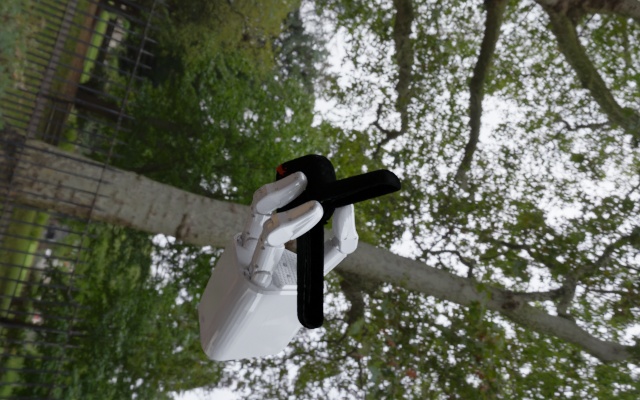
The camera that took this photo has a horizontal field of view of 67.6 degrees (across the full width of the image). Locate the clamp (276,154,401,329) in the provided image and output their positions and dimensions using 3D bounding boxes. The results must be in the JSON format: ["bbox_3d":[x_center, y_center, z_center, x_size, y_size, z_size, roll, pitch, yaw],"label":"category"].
[{"bbox_3d":[0.000,0.002,0.492,0.036,0.165,0.209,20,24,-29],"label":"clamp"}]
